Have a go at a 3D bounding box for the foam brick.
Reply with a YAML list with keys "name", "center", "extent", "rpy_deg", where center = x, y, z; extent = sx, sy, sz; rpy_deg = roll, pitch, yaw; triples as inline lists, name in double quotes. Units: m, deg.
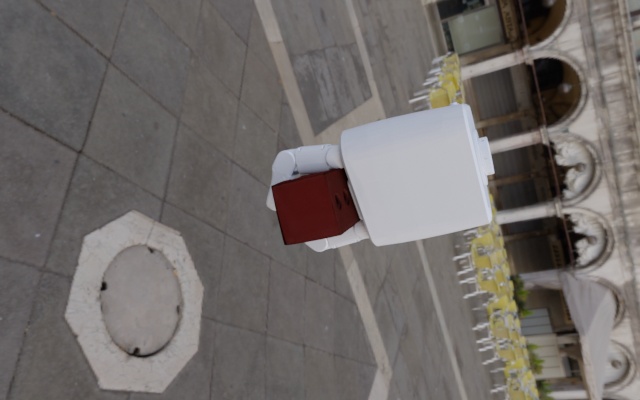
- name: "foam brick"
  center: [0.000, 0.002, 0.418]
  extent: [0.051, 0.053, 0.078]
  rpy_deg: [-11, 7, 22]
